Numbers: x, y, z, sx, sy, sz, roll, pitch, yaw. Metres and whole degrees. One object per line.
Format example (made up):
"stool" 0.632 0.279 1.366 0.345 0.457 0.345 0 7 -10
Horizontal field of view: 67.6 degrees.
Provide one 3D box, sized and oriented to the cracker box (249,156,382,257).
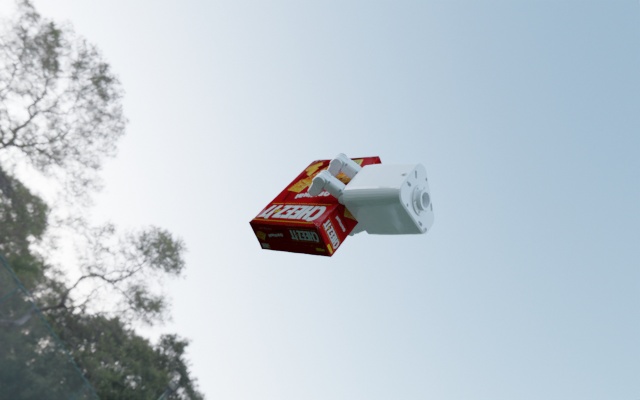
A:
"cracker box" 0.000 0.003 0.860 0.164 0.072 0.213 0 35 40
